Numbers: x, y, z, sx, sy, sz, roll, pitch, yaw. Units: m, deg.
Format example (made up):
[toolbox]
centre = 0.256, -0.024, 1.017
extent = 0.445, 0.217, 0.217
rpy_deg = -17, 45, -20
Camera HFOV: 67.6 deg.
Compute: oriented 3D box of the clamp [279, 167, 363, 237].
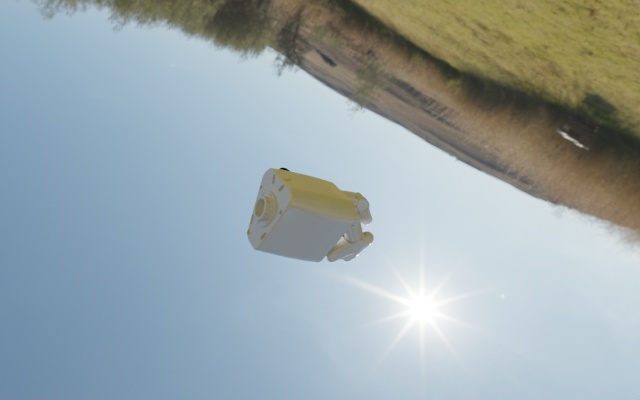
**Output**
[clamp]
centre = 0.000, 0.003, 0.756
extent = 0.120, 0.039, 0.171
rpy_deg = 14, 20, -35
